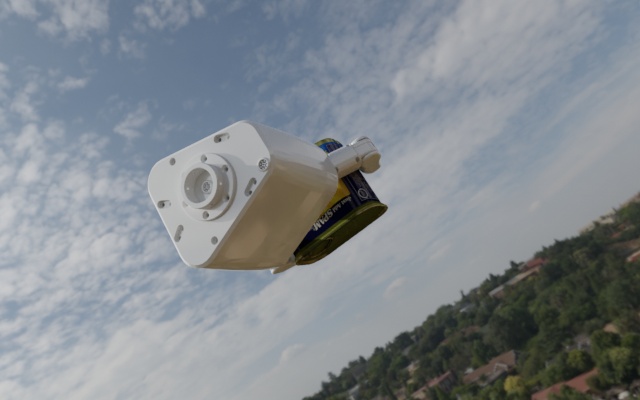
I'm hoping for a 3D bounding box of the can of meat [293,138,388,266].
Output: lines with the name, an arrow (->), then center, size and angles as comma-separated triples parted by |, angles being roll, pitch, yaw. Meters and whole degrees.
can of meat -> 0.000, 0.001, 0.471 | 0.102, 0.084, 0.057 | -39, -19, 19
